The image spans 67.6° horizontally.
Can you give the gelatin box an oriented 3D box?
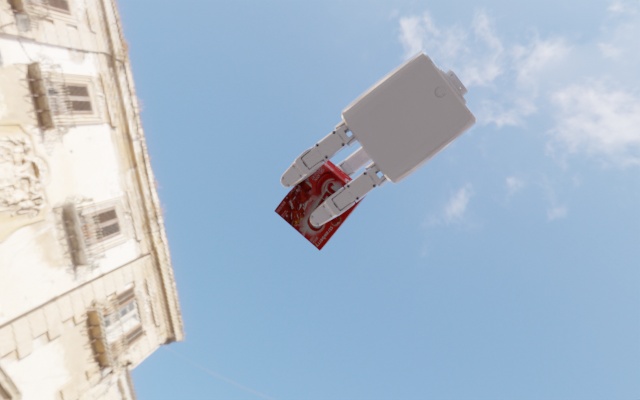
[{"bbox_3d":[0.000,0.002,0.558,0.073,0.089,0.030,41,25,5],"label":"gelatin box"}]
